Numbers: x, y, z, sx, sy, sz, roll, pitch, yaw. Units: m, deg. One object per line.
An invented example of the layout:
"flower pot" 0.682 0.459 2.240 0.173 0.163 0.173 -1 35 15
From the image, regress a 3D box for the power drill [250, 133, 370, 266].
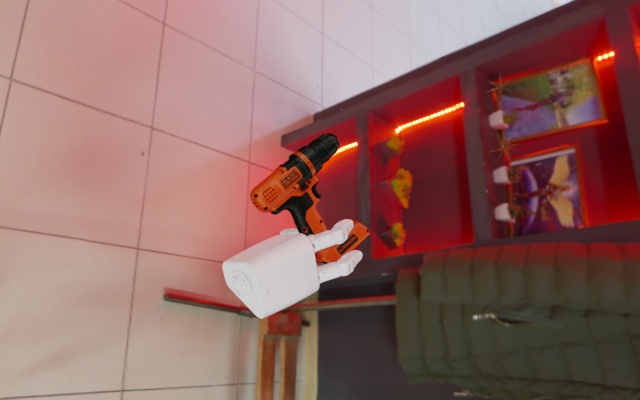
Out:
"power drill" 0.000 0.003 0.804 0.184 0.188 0.057 -41 11 -17
